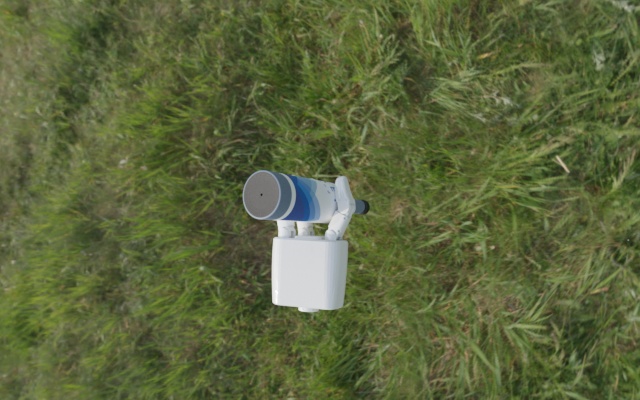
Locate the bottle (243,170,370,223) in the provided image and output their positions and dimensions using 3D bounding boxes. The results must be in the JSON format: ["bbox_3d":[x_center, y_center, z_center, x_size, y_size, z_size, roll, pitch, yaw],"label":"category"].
[{"bbox_3d":[0.000,0.002,0.761,0.069,0.069,0.296,0,-4,33],"label":"bottle"}]
